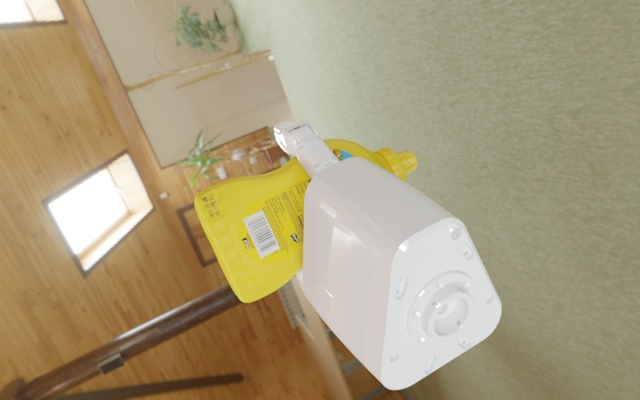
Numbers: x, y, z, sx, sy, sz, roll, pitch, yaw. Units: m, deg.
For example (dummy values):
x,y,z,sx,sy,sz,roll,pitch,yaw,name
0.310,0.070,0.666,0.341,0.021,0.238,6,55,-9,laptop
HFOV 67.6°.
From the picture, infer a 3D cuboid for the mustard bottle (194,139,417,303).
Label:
x,y,z,sx,sy,sz,roll,pitch,yaw,name
0.000,0.001,0.404,0.191,0.096,0.058,-25,6,-16,mustard bottle
